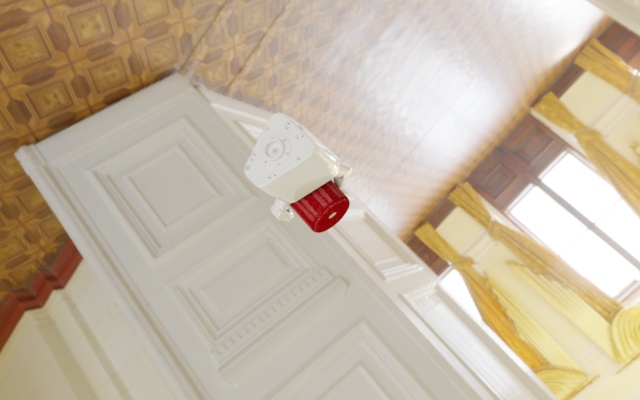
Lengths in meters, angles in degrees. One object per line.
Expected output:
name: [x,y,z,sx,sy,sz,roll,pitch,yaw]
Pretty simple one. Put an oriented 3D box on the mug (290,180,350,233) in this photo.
mug: [0.001,0.003,0.825,0.081,0.093,0.117,47,10,24]
